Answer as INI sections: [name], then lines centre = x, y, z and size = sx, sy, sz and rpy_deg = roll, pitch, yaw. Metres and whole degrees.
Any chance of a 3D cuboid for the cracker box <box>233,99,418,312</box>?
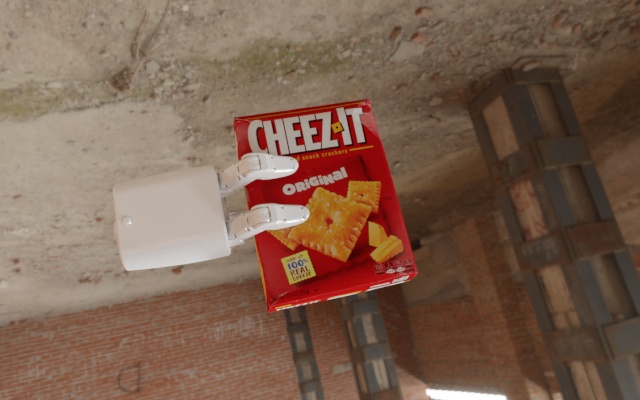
[cracker box]
centre = 0.000, 0.002, 0.539
size = 0.164, 0.213, 0.072
rpy_deg = -10, -15, -11
